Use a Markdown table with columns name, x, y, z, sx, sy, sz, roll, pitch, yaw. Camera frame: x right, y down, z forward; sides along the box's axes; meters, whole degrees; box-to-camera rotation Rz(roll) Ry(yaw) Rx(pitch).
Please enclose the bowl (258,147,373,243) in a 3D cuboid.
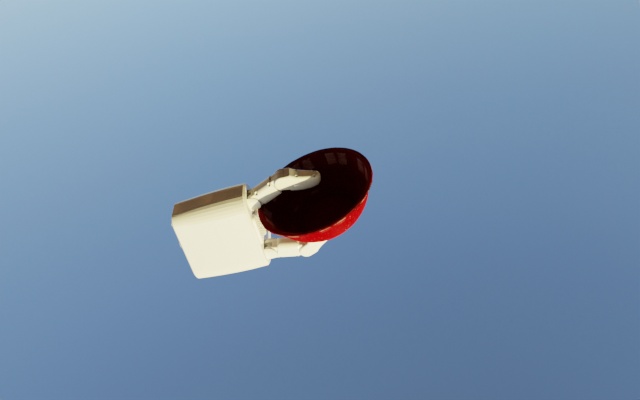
| name | x | y | z | sx | sy | sz | roll | pitch | yaw |
| --- | --- | --- | --- | --- | --- | --- | --- | --- | --- |
| bowl | 0.001 | 0.002 | 0.636 | 0.162 | 0.162 | 0.055 | 0 | -43 | 31 |
